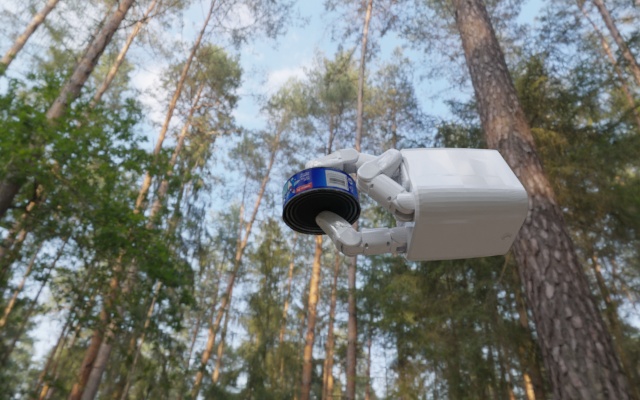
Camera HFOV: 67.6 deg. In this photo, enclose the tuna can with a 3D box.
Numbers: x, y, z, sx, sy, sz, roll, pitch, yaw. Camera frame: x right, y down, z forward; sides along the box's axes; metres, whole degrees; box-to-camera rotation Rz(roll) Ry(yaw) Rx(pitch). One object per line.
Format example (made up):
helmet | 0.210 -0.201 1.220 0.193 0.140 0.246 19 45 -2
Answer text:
tuna can | 0.000 0.001 0.526 0.086 0.033 0.086 -3 -37 -3
